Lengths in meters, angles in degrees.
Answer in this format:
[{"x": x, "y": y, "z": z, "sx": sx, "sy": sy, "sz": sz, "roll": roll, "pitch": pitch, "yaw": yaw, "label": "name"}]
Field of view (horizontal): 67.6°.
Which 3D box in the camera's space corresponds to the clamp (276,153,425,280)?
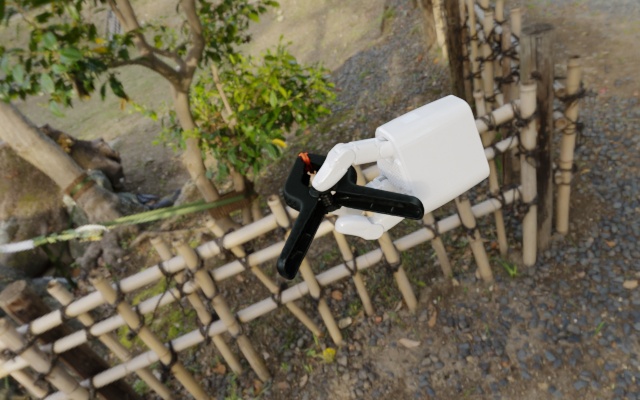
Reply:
[{"x": 0.000, "y": 0.001, "z": 0.561, "sx": 0.164, "sy": 0.036, "sz": 0.210, "roll": -28, "pitch": 34, "yaw": -9, "label": "clamp"}]
